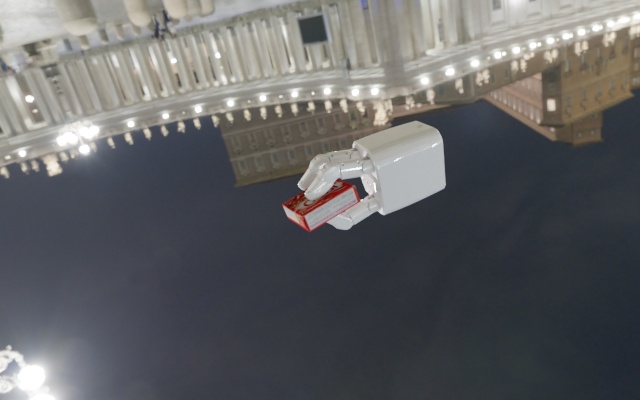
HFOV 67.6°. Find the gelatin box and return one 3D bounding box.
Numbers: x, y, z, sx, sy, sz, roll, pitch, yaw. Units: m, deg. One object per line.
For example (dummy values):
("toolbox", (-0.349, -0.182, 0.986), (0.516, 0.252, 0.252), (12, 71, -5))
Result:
("gelatin box", (0.000, 0.003, 0.677), (0.089, 0.030, 0.073), (-31, 25, -17))
